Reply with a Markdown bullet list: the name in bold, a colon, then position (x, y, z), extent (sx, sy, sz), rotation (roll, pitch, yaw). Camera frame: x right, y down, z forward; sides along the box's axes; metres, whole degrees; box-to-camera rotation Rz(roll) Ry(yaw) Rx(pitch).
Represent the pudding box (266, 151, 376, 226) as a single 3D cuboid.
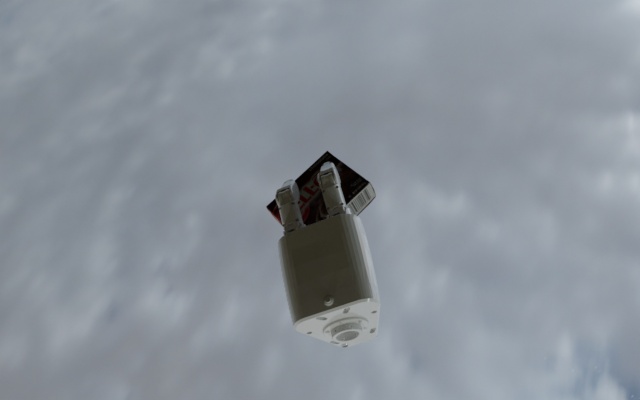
- **pudding box**: position (0.000, 0.002, 0.604), extent (0.090, 0.113, 0.039), rotation (41, -11, 40)
